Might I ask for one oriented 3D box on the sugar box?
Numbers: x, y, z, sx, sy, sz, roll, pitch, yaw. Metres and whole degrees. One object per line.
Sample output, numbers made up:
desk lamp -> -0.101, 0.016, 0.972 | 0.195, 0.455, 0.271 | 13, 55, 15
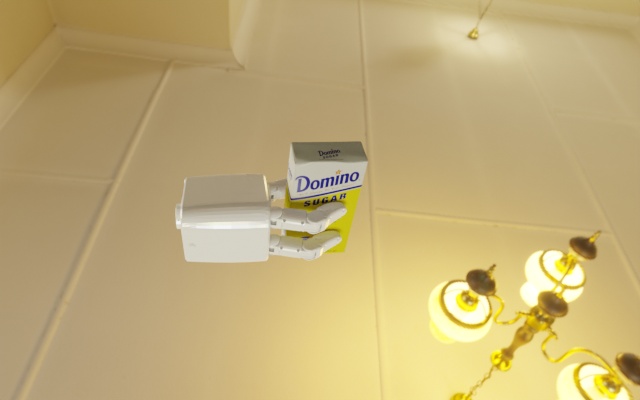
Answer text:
sugar box -> 0.000, 0.003, 0.638 | 0.093, 0.048, 0.176 | -3, -42, -12
